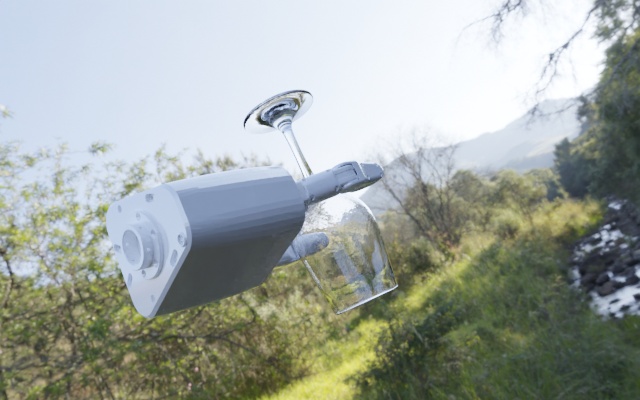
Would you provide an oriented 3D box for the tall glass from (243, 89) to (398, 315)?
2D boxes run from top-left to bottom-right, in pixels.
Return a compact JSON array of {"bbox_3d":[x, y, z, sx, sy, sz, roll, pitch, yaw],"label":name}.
[{"bbox_3d":[0.000,0.001,0.445,0.079,0.201,0.079,-24,-12,-6],"label":"tall glass"}]
